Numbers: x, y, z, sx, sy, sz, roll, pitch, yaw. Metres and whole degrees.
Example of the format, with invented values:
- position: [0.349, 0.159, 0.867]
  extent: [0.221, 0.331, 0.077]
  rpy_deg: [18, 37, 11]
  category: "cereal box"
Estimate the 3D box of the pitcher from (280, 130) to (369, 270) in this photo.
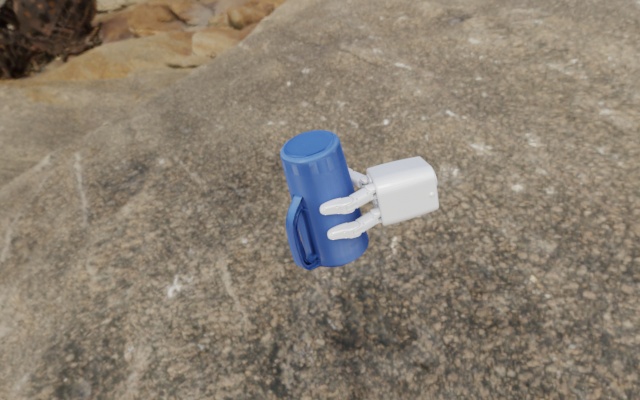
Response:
- position: [0.000, 0.003, 0.889]
  extent: [0.145, 0.243, 0.149]
  rpy_deg: [-14, 34, 3]
  category: "pitcher"
